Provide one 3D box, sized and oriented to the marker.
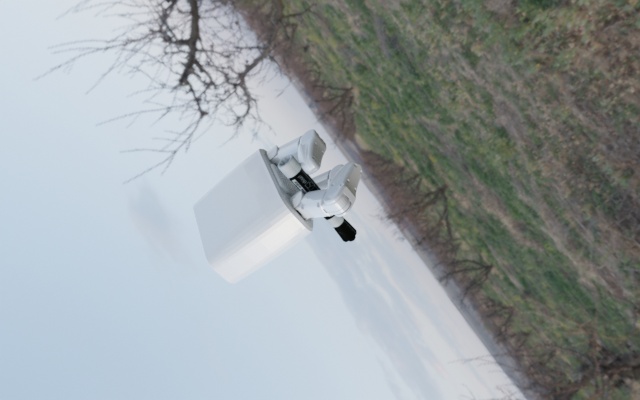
[{"bbox_3d":[0.000,0.002,0.494,0.020,0.020,0.121,0,-42,51],"label":"marker"}]
